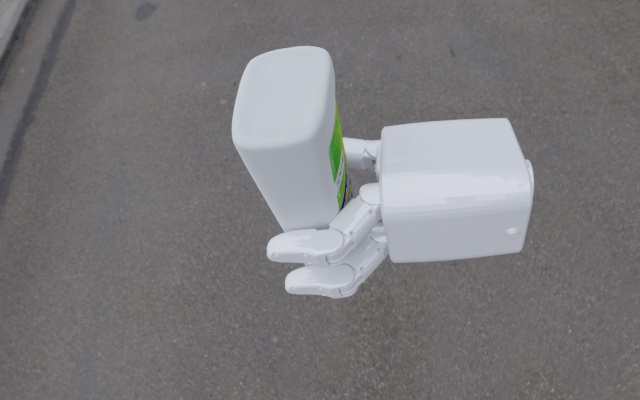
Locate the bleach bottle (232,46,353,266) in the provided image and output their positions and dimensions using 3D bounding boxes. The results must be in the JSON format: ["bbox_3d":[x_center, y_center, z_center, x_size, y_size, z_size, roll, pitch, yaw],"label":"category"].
[{"bbox_3d":[0.000,0.001,0.415,0.068,0.102,0.251,-4,-37,13],"label":"bleach bottle"}]
